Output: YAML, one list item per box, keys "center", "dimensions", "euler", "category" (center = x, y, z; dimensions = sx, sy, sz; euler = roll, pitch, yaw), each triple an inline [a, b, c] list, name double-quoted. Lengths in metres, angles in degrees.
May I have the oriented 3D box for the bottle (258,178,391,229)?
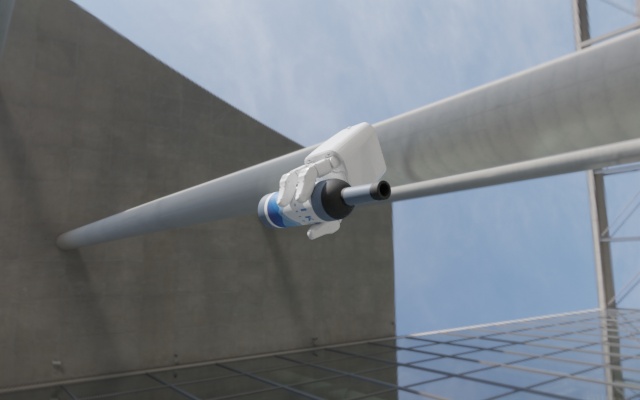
- center: [0.000, 0.003, 0.778]
  dimensions: [0.069, 0.069, 0.296]
  euler: [0, -7, -37]
  category: "bottle"
